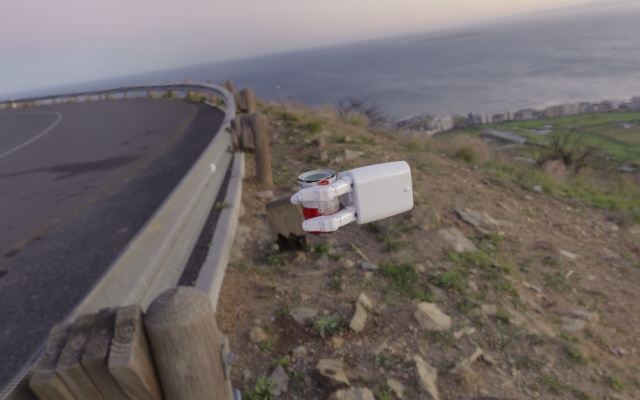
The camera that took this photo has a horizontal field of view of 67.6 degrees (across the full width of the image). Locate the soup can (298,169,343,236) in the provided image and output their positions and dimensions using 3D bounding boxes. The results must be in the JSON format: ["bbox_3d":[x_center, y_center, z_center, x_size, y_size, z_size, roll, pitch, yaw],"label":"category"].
[{"bbox_3d":[0.000,0.003,0.845,0.068,0.102,0.068,-8,19,3],"label":"soup can"}]
